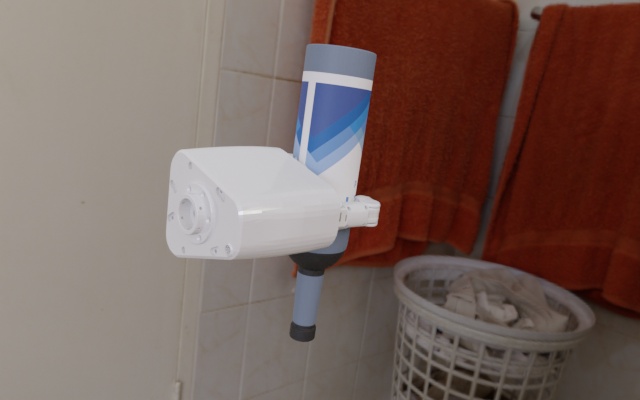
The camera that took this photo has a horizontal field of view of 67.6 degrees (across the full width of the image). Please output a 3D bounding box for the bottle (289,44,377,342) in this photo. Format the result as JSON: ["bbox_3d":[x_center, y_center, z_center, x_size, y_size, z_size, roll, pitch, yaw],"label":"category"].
[{"bbox_3d":[0.000,0.001,0.478,0.069,0.296,0.069,8,12,-2],"label":"bottle"}]
